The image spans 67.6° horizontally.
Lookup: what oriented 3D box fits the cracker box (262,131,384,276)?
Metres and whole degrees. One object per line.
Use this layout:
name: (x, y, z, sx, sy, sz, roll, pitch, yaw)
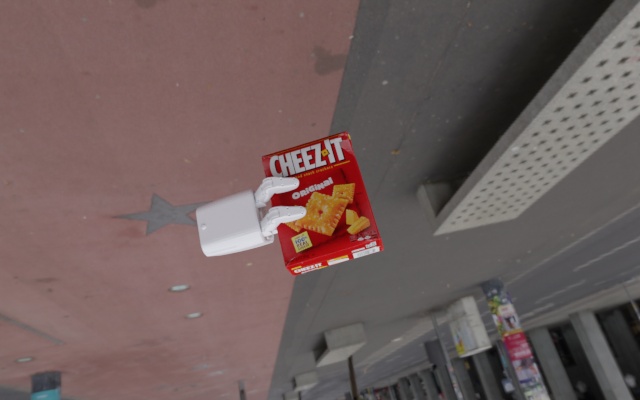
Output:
cracker box: (0.000, 0.003, 0.827, 0.164, 0.213, 0.072, -16, -23, 3)
